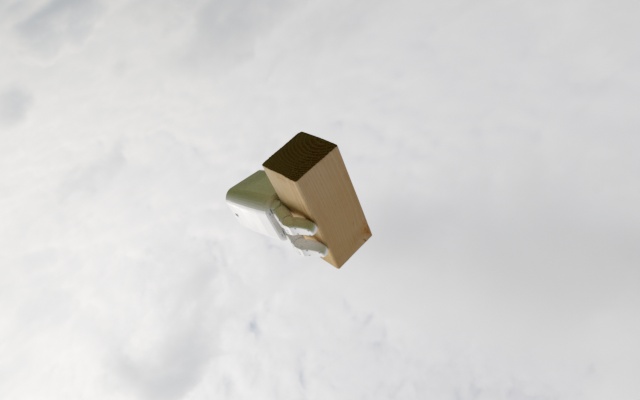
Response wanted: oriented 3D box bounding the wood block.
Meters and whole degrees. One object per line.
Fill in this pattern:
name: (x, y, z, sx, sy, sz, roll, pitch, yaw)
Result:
wood block: (0.000, 0.002, 0.778, 0.091, 0.206, 0.090, -44, 44, -20)
